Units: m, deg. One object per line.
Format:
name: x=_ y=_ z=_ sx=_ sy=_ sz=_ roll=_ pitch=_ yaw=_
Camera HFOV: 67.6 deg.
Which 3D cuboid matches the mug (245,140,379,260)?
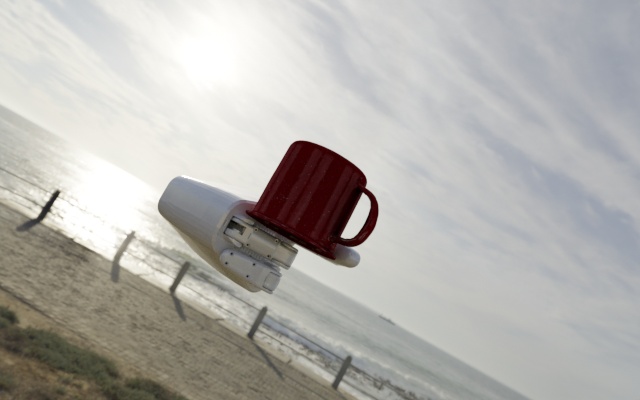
mug: x=0.001 y=0.002 z=0.434 sx=0.117 sy=0.081 sz=0.093 roll=21 pitch=-11 yaw=35
